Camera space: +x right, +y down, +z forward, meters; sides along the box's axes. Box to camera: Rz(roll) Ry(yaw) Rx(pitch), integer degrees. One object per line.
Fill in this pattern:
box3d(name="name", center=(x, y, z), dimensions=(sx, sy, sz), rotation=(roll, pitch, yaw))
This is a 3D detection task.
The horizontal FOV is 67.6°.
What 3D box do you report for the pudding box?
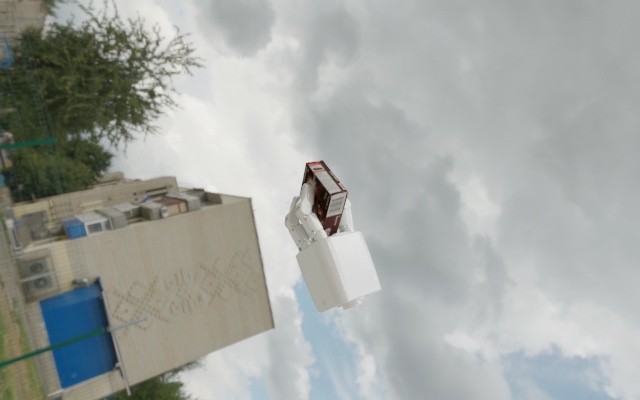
box3d(name="pudding box", center=(0.000, 0.003, 0.812), dimensions=(0.039, 0.114, 0.090), rotation=(-12, 46, -30))
